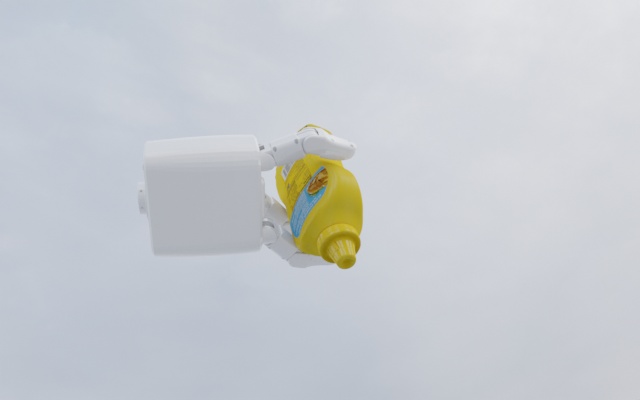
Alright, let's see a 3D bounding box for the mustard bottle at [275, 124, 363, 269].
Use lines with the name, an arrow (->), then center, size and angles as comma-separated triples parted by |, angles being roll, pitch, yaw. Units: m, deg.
mustard bottle -> 0.000, 0.002, 0.505 | 0.058, 0.096, 0.191 | 18, 28, -27
